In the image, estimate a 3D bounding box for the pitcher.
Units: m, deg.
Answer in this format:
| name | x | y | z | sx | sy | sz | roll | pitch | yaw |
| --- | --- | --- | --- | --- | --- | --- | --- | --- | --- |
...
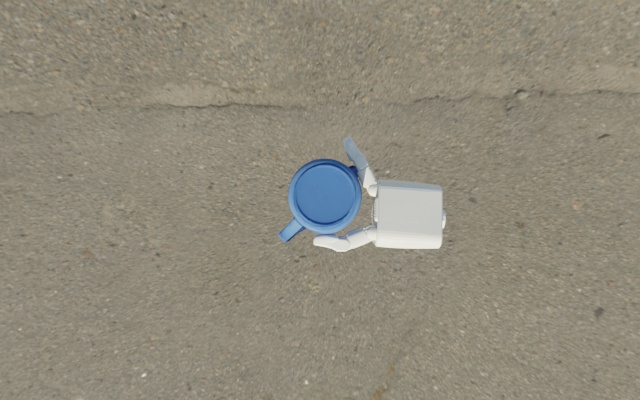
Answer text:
| name | x | y | z | sx | sy | sz | roll | pitch | yaw |
| --- | --- | --- | --- | --- | --- | --- | --- | --- | --- |
| pitcher | 0.000 | 0.003 | 0.801 | 0.145 | 0.149 | 0.243 | 3 | -1 | 1 |
